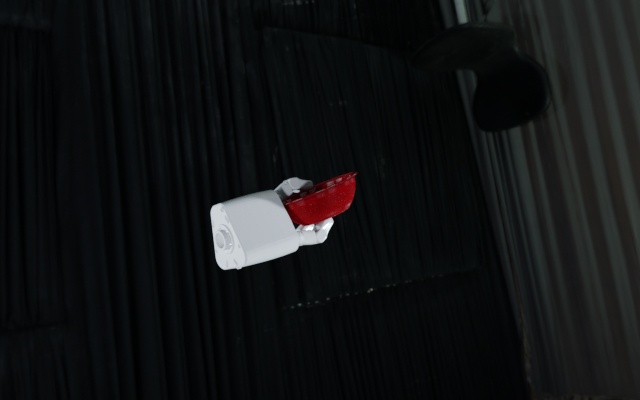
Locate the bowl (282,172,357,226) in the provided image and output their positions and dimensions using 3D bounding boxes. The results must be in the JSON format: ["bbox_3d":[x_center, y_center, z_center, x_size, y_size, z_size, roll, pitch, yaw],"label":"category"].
[{"bbox_3d":[0.001,0.003,0.858,0.162,0.055,0.162,-23,6,2],"label":"bowl"}]
